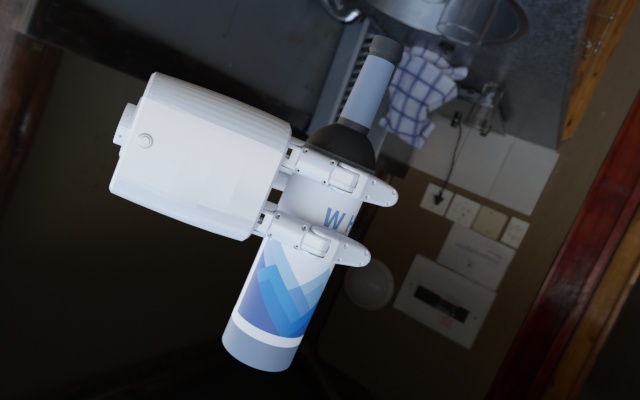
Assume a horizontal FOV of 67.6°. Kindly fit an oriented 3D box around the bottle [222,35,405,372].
[{"bbox_3d":[0.000,0.002,0.416,0.069,0.296,0.069,23,7,-3],"label":"bottle"}]
